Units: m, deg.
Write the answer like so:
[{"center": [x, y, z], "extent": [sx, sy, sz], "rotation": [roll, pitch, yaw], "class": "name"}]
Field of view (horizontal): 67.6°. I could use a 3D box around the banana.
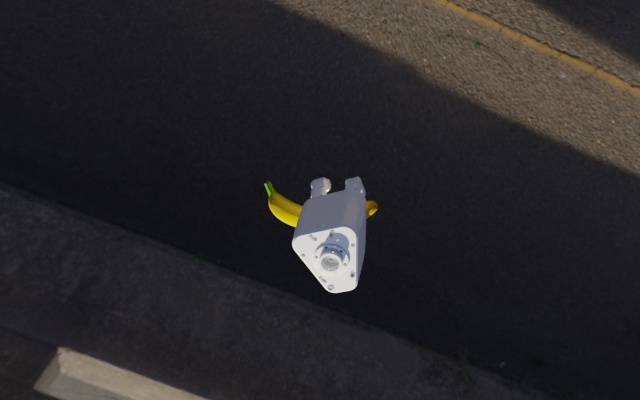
[{"center": [-0.005, 0.019, 0.806], "extent": [0.198, 0.070, 0.037], "rotation": [10, 24, 8], "class": "banana"}]
